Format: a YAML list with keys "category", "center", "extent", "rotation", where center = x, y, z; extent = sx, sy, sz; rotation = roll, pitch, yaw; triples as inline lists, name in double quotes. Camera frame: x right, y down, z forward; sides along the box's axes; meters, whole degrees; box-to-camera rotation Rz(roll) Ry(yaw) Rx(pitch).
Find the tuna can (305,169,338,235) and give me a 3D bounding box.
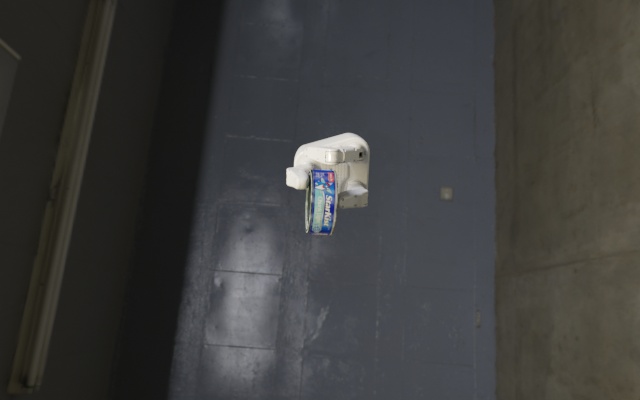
- category: "tuna can"
  center: [0.000, 0.002, 0.624]
  extent: [0.034, 0.086, 0.086]
  rotation: [3, 0, -6]
